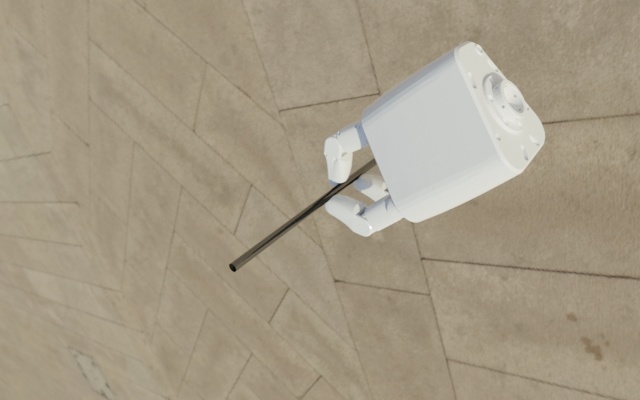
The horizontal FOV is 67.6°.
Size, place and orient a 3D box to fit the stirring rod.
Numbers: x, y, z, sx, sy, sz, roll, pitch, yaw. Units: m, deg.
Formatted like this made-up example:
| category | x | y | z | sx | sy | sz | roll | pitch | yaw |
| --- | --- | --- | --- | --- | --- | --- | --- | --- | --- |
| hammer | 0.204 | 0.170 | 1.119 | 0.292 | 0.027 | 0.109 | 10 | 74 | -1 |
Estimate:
| category | x | y | z | sx | sy | sz | roll | pitch | yaw |
| --- | --- | --- | --- | --- | --- | --- | --- | --- | --- |
| stirring rod | 0.000 | 0.001 | 0.464 | 0.011 | 0.011 | 0.239 | 0 | 26 | 41 |
